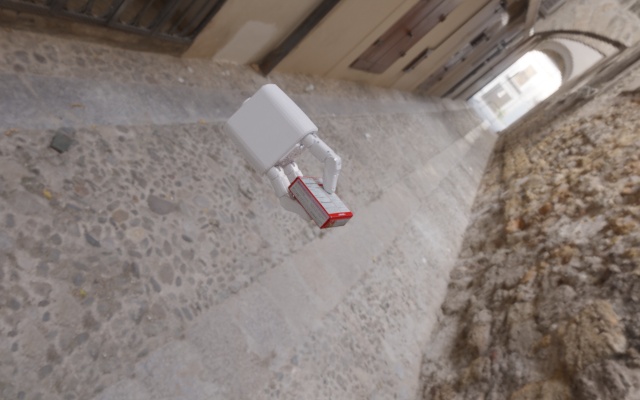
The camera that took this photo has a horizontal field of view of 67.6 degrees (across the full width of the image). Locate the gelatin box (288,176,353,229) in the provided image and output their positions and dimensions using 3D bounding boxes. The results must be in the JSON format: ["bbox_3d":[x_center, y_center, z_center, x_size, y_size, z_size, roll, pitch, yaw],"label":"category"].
[{"bbox_3d":[0.001,0.002,0.748,0.030,0.089,0.073,-49,-22,22],"label":"gelatin box"}]
